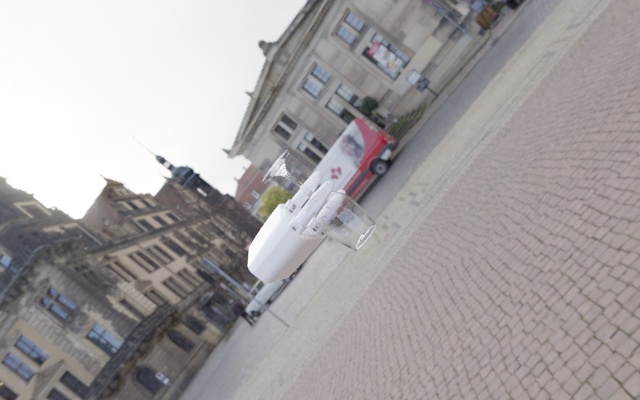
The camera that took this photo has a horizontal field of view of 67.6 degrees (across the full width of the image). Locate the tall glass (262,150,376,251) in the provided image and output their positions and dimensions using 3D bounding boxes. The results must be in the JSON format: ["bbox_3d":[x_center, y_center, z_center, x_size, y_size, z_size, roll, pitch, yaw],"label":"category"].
[{"bbox_3d":[0.000,0.002,0.829,0.201,0.079,0.079,38,0,0],"label":"tall glass"}]
